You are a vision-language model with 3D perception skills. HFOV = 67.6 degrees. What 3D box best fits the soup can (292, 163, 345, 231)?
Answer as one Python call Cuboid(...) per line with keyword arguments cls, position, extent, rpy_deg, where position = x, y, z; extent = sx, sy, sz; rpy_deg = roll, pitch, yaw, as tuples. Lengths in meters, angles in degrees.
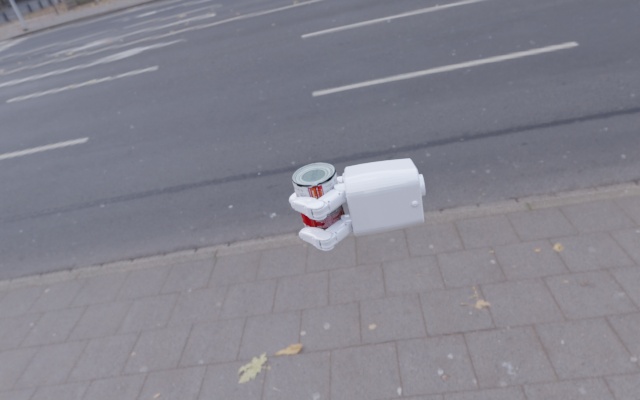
Cuboid(cls="soup can", position=(0.000, 0.002, 0.727), extent=(0.068, 0.102, 0.068), rpy_deg=(-10, 31, 6))
